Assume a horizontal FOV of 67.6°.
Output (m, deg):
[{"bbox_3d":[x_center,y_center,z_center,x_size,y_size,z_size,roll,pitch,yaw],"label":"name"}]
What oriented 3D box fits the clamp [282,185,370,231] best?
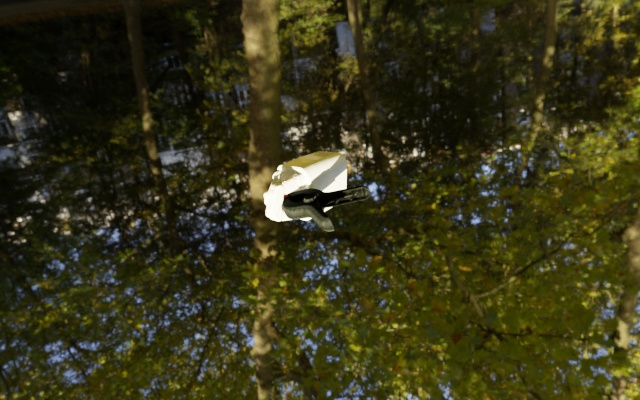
[{"bbox_3d":[0.000,0.003,0.828,0.120,0.039,0.171,-29,28,-34],"label":"clamp"}]
